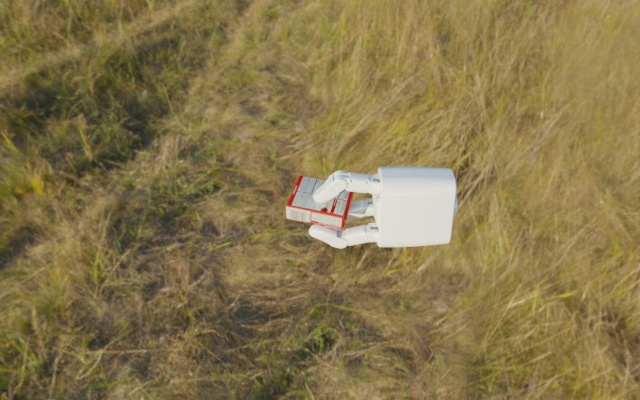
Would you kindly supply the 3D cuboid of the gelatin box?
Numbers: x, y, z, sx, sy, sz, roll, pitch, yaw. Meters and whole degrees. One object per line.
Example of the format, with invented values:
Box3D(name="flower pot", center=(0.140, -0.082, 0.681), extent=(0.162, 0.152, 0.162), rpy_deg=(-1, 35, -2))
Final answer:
Box3D(name="gelatin box", center=(0.000, 0.002, 0.713), extent=(0.089, 0.030, 0.073), rpy_deg=(11, 44, 7))
